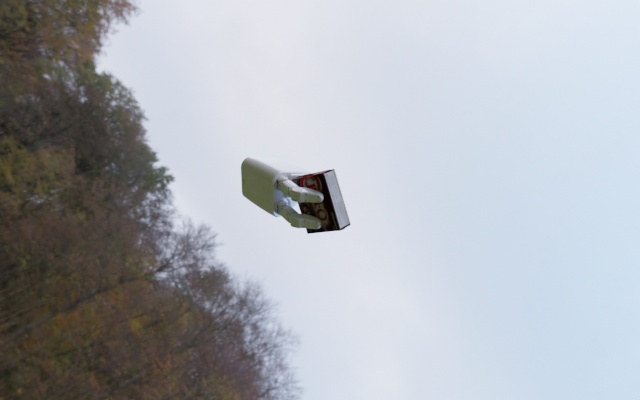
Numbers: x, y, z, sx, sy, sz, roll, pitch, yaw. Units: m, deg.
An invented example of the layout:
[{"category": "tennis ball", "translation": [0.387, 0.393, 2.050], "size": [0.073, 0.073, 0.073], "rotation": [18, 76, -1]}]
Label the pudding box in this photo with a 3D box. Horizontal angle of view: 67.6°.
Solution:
[{"category": "pudding box", "translation": [0.000, 0.003, 0.898], "size": [0.090, 0.113, 0.039], "rotation": [-9, 13, 46]}]
